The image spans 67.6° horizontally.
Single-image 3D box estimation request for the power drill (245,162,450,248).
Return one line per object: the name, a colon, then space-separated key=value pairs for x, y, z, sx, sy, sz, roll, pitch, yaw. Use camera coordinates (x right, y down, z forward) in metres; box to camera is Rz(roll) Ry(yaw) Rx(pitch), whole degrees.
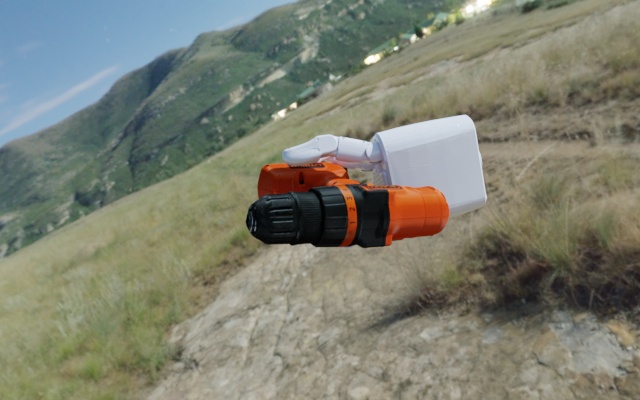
power drill: x=0.000 y=0.001 z=0.466 sx=0.184 sy=0.057 sz=0.187 roll=0 pitch=12 yaw=-24
